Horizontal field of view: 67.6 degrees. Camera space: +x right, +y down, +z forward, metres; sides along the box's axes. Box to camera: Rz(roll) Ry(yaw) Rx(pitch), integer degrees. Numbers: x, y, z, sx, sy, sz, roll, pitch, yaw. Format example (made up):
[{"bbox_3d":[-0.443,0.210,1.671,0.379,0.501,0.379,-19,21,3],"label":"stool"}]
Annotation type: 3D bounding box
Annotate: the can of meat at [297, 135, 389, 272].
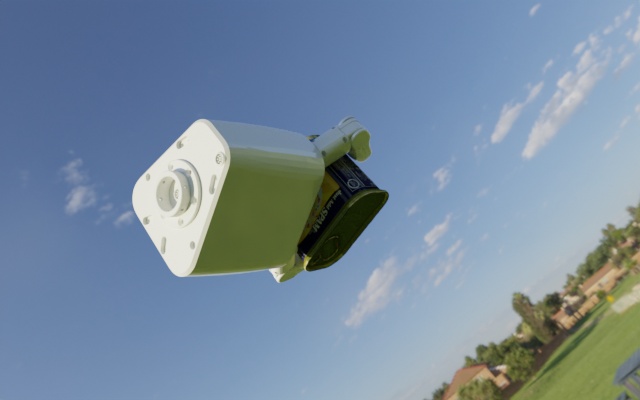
[{"bbox_3d":[0.000,0.001,0.451,0.057,0.102,0.084,-4,46,-52],"label":"can of meat"}]
